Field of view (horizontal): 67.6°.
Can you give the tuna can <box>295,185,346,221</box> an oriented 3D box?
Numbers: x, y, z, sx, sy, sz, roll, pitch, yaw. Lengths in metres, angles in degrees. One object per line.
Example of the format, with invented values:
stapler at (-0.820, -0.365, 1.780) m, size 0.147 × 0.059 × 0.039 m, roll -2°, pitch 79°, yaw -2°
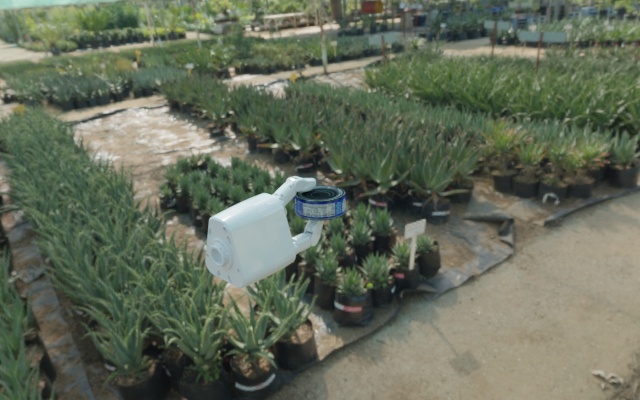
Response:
tuna can at (0.000, 0.002, 0.794) m, size 0.086 × 0.034 × 0.086 m, roll -2°, pitch 19°, yaw 1°
